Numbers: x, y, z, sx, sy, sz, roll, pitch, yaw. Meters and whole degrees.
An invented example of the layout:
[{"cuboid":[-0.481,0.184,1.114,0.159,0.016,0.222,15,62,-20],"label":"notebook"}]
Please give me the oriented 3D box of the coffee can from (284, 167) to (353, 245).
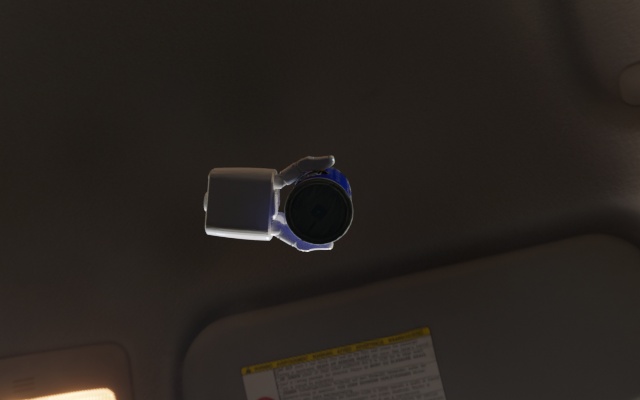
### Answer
[{"cuboid":[0.000,0.003,0.776,0.103,0.103,0.140,0,12,3],"label":"coffee can"}]
